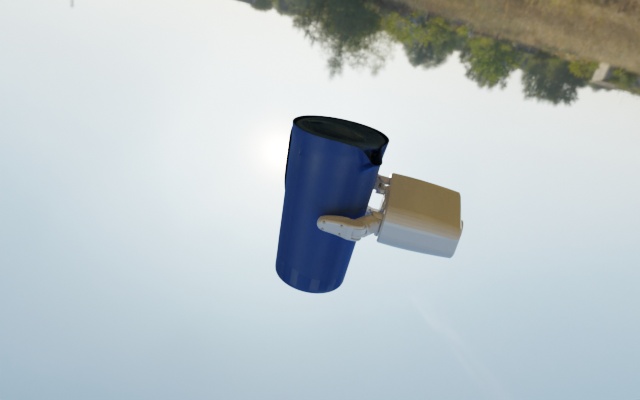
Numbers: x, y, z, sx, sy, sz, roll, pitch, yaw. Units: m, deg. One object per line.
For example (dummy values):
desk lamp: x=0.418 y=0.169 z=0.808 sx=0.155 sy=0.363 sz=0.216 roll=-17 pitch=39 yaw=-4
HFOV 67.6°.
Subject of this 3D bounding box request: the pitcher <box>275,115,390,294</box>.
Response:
pitcher: x=0.000 y=0.002 z=0.693 sx=0.145 sy=0.243 sz=0.149 roll=14 pitch=23 yaw=3
